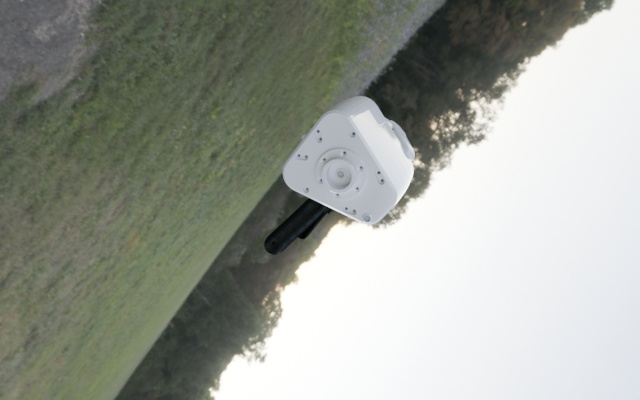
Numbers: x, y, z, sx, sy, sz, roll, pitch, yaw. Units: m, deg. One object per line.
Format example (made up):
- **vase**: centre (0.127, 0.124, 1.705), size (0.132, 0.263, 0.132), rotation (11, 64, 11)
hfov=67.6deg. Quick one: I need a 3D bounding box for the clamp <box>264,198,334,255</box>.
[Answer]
- **clamp**: centre (0.001, 0.002, 0.585), size (0.039, 0.171, 0.120), rotation (41, 24, 3)
